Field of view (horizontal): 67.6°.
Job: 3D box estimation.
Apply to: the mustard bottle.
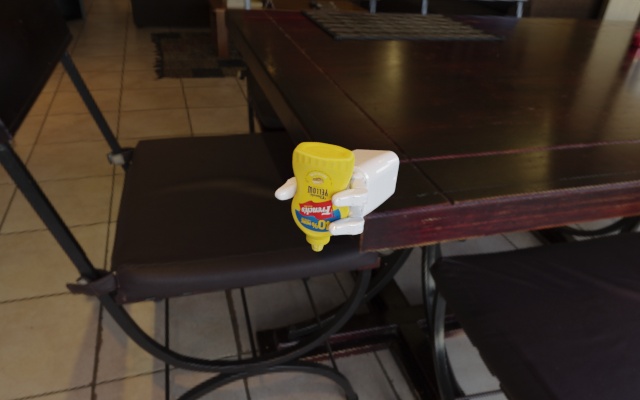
[{"bbox_3d":[0.000,0.003,0.793,0.096,0.192,0.058,11,32,11],"label":"mustard bottle"}]
